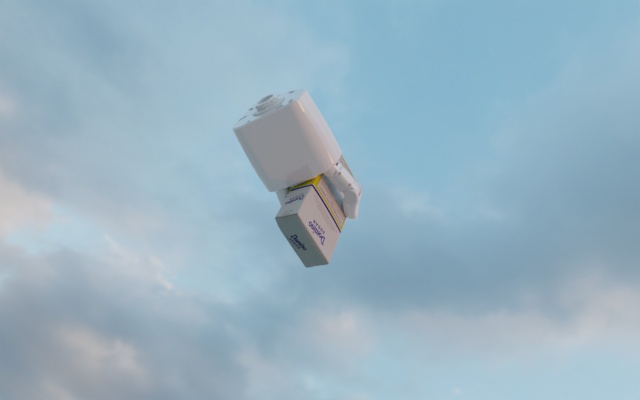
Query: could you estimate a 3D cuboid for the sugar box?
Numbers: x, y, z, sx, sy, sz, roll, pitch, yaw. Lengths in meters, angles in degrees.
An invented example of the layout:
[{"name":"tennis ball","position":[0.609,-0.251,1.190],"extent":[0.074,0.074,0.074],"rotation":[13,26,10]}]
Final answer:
[{"name":"sugar box","position":[0.000,0.002,0.690],"extent":[0.048,0.093,0.176],"rotation":[-12,31,32]}]
